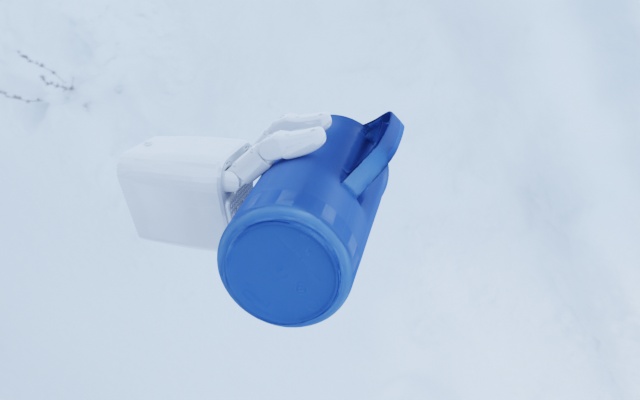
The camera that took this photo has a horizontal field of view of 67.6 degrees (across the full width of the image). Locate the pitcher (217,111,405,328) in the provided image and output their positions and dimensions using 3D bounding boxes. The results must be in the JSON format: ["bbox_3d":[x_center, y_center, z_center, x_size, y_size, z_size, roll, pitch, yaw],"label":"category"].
[{"bbox_3d":[0.000,0.002,0.460,0.145,0.149,0.242,6,24,9],"label":"pitcher"}]
